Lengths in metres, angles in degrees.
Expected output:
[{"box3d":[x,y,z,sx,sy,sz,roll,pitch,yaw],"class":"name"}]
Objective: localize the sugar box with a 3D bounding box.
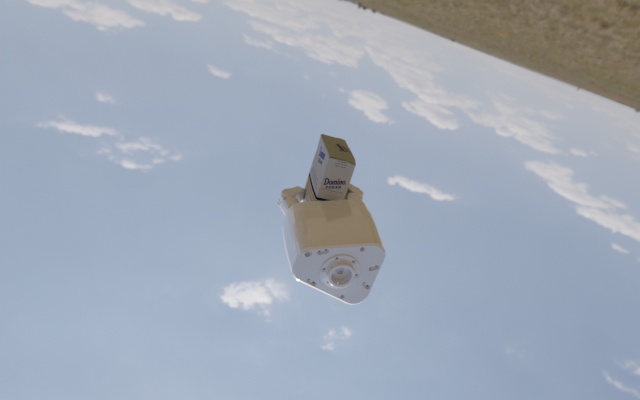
[{"box3d":[0.001,0.003,0.697,0.048,0.176,0.093,14,25,-15],"class":"sugar box"}]
